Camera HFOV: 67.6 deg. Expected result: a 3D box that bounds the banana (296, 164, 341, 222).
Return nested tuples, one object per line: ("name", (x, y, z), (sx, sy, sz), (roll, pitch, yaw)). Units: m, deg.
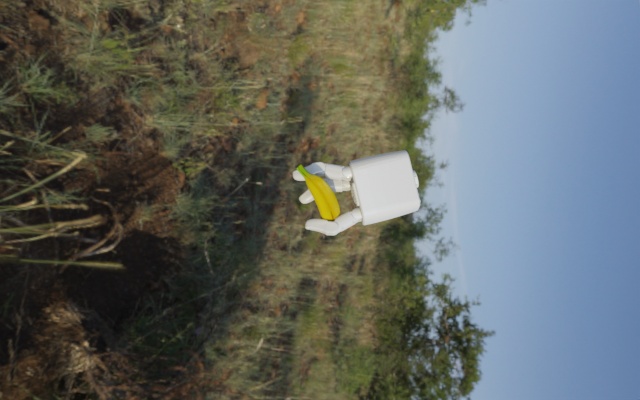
("banana", (0.009, 0.012, 0.866), (0.037, 0.069, 0.198), (-32, -38, -11))
